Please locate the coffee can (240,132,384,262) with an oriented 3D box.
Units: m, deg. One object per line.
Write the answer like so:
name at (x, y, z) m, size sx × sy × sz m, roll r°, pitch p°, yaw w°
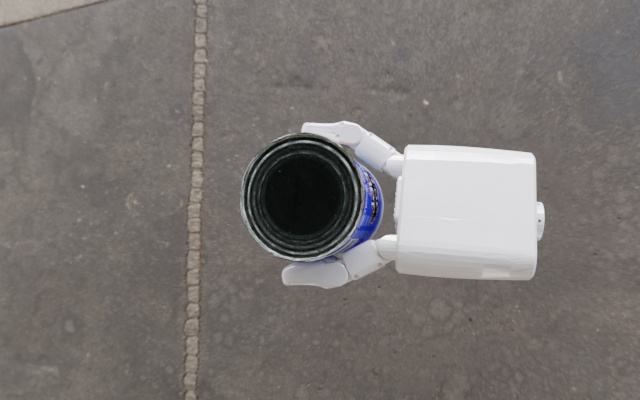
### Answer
coffee can at (0.000, 0.001, 0.441) m, size 0.103 × 0.103 × 0.140 m, roll 0°, pitch -3°, yaw 13°
